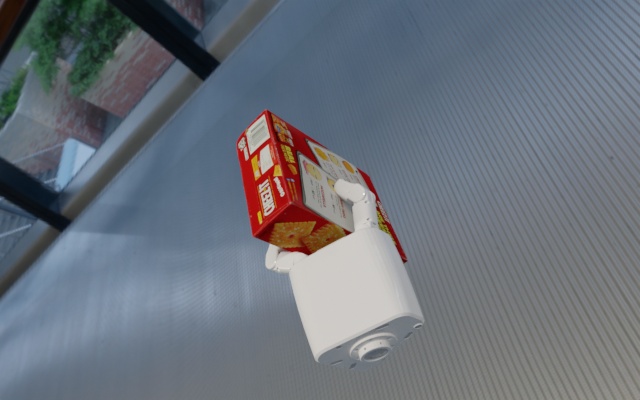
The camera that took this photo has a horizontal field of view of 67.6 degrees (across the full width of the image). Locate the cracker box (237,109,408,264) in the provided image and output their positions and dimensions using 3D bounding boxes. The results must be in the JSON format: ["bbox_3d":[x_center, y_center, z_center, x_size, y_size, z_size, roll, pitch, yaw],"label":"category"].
[{"bbox_3d":[0.000,0.002,0.612,0.072,0.164,0.214,-40,-45,23],"label":"cracker box"}]
